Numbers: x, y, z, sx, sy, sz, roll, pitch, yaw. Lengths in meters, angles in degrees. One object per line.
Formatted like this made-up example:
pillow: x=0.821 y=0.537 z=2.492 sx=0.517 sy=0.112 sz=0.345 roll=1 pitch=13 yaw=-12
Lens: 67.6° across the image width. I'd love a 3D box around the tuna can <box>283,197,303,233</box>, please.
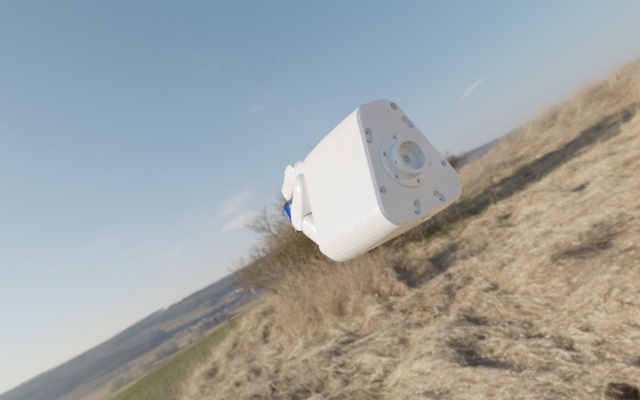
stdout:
tuna can: x=0.000 y=0.001 z=0.559 sx=0.086 sy=0.033 sz=0.086 roll=-30 pitch=-8 yaw=-5
